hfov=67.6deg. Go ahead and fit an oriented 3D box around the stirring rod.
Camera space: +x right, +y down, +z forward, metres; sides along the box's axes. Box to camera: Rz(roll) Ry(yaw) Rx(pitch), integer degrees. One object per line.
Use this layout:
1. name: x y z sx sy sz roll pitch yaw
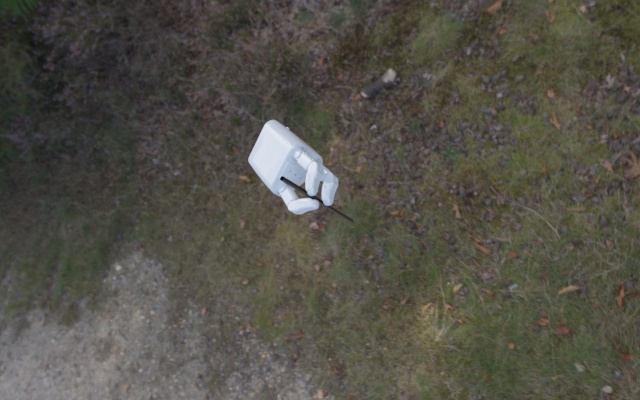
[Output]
1. stirring rod: 0.000 0.003 0.877 0.011 0.011 0.240 0 -19 34
